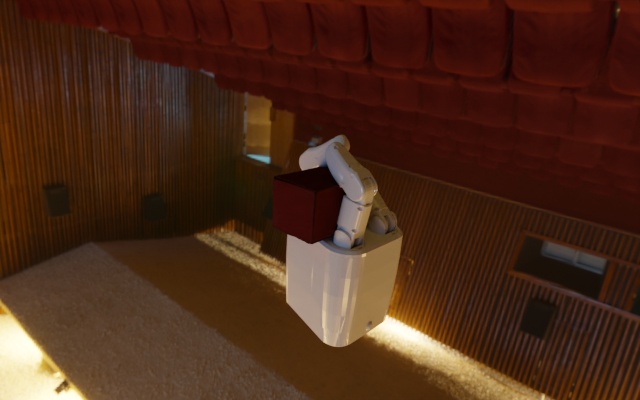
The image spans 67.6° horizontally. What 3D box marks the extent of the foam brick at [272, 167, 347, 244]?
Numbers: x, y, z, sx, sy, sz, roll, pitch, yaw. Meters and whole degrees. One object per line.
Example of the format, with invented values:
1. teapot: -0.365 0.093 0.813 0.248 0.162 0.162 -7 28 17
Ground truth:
1. foam brick: 0.000 0.001 0.449 0.053 0.051 0.078 22 25 38
